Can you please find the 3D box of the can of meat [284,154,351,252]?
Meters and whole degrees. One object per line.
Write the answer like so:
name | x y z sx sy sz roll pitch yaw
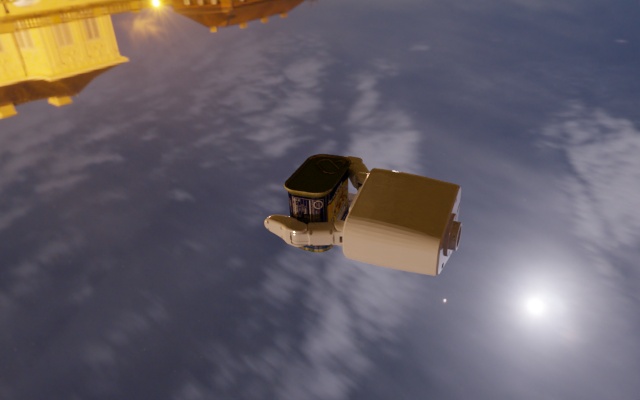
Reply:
can of meat | 0.000 0.002 0.587 0.057 0.084 0.102 9 32 20
